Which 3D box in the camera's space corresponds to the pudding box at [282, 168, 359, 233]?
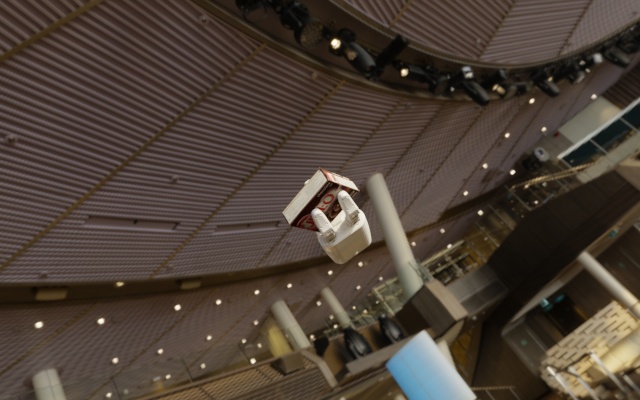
[{"bbox_3d":[0.000,0.003,0.842,0.090,0.113,0.039,16,30,-49],"label":"pudding box"}]
